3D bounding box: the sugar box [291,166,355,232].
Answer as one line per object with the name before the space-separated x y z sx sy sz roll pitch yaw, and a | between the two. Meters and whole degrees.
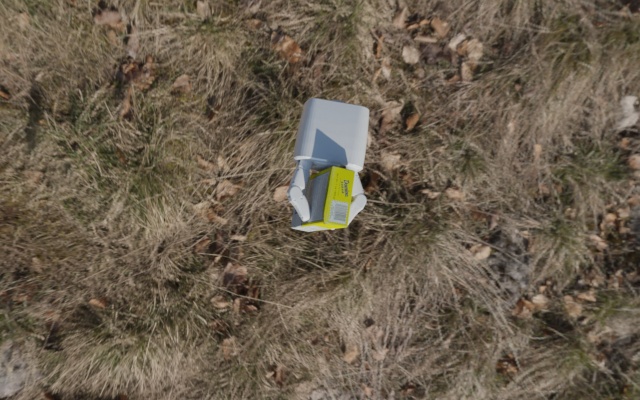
sugar box | 0.001 0.003 0.814 0.048 0.093 0.176 12 -9 -17
